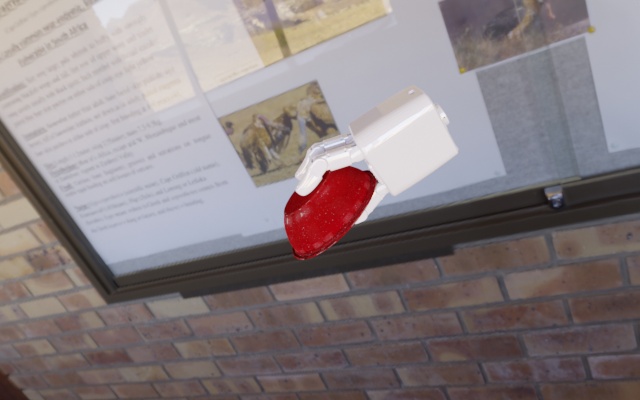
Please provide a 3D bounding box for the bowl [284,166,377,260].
[{"bbox_3d":[-0.001,0.003,0.661,0.055,0.162,0.162,42,-16,-18],"label":"bowl"}]
